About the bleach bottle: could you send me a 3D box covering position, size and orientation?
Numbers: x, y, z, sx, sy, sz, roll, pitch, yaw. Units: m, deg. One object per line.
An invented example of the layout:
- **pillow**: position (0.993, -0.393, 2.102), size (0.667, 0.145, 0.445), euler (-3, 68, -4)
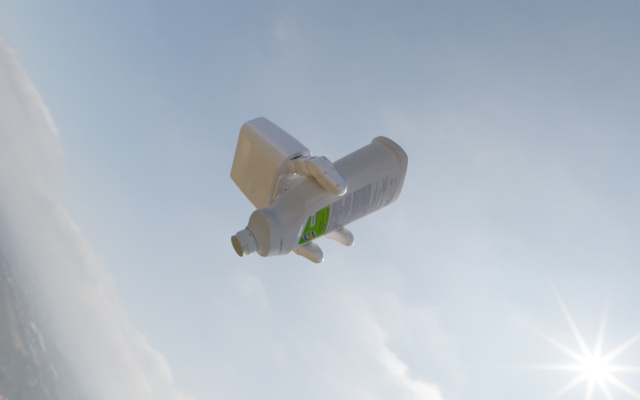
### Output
- **bleach bottle**: position (0.000, 0.002, 0.621), size (0.251, 0.103, 0.068), euler (-25, 50, -30)
